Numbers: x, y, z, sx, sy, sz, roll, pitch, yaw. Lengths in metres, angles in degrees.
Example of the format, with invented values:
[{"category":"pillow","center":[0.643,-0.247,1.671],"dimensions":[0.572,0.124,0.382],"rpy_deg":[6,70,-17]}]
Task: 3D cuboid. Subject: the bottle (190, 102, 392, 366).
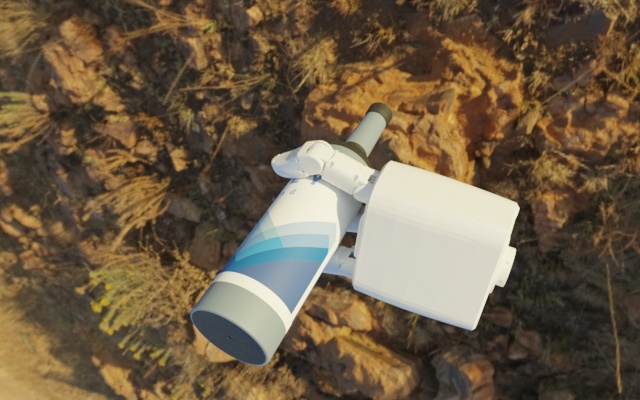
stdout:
[{"category":"bottle","center":[0.000,0.002,0.428],"dimensions":[0.069,0.069,0.295],"rpy_deg":[0,41,36]}]
